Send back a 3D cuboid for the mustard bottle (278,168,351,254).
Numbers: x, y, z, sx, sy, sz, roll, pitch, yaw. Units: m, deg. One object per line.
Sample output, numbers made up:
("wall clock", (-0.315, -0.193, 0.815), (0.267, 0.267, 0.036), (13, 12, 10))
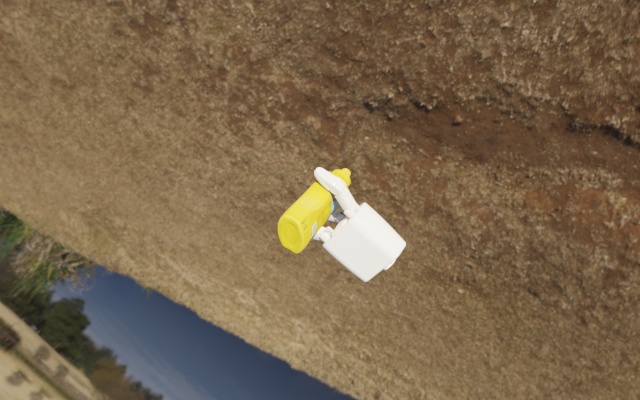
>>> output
("mustard bottle", (0.000, 0.003, 0.864), (0.058, 0.096, 0.191), (28, 52, 19))
